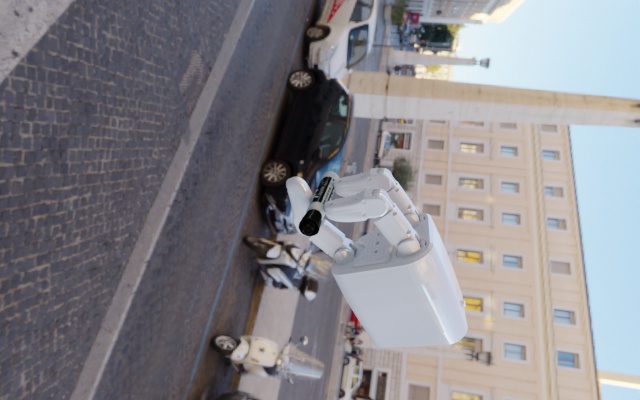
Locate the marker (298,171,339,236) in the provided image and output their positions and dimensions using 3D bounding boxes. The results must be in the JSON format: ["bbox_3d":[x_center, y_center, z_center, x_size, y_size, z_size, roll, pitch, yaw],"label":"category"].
[{"bbox_3d":[0.000,0.001,0.468,0.020,0.020,0.121,0,24,12],"label":"marker"}]
